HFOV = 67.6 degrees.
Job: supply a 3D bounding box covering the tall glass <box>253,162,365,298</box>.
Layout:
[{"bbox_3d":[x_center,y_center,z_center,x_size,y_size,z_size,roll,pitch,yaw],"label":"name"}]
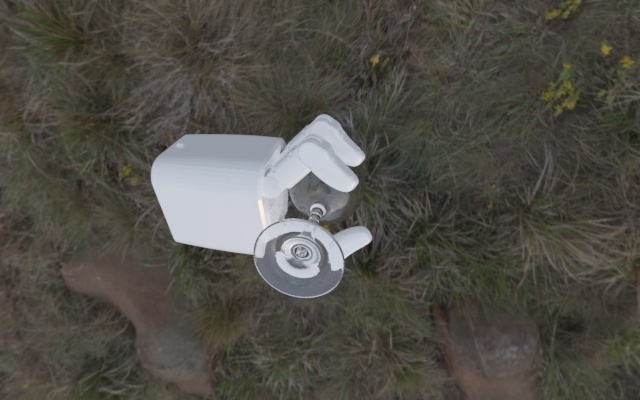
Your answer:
[{"bbox_3d":[0.000,0.002,0.461,0.079,0.079,0.201,0,27,12],"label":"tall glass"}]
